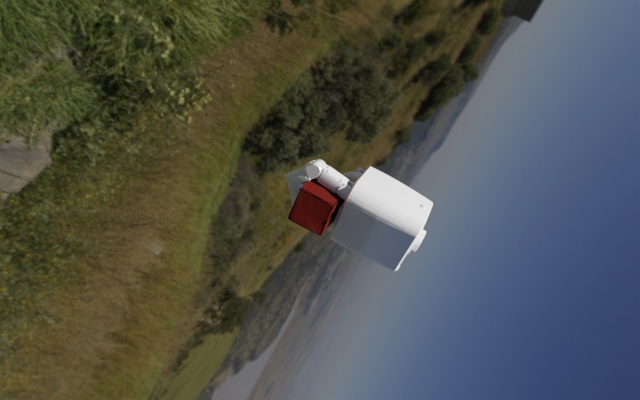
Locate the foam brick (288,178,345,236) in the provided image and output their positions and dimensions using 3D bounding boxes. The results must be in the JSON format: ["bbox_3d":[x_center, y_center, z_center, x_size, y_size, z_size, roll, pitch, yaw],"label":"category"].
[{"bbox_3d":[0.000,0.002,0.656,0.051,0.053,0.078,29,29,9],"label":"foam brick"}]
